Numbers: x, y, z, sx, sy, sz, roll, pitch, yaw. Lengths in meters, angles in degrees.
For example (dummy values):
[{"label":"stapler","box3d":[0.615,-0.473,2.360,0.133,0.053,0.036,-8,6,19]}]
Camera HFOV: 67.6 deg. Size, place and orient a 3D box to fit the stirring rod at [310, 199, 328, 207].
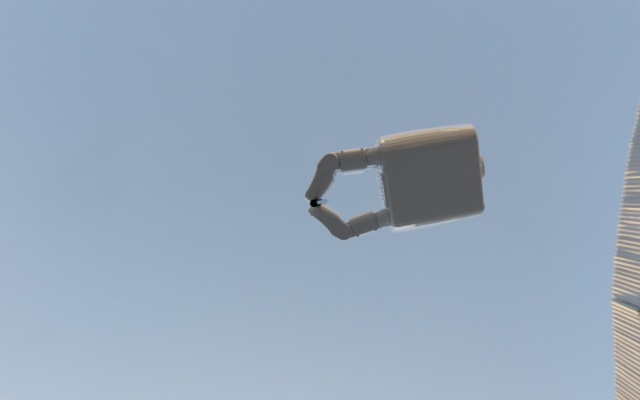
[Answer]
[{"label":"stirring rod","box3d":[0.000,0.002,0.600,0.011,0.011,0.239,0,0,3]}]
